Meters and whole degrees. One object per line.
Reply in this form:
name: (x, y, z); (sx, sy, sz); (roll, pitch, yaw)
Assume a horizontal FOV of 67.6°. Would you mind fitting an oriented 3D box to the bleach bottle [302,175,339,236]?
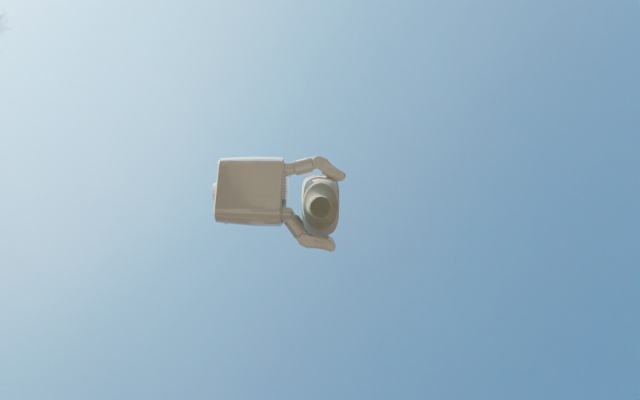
bleach bottle: (0.000, 0.003, 0.755); (0.068, 0.102, 0.251); (-1, -1, 0)
